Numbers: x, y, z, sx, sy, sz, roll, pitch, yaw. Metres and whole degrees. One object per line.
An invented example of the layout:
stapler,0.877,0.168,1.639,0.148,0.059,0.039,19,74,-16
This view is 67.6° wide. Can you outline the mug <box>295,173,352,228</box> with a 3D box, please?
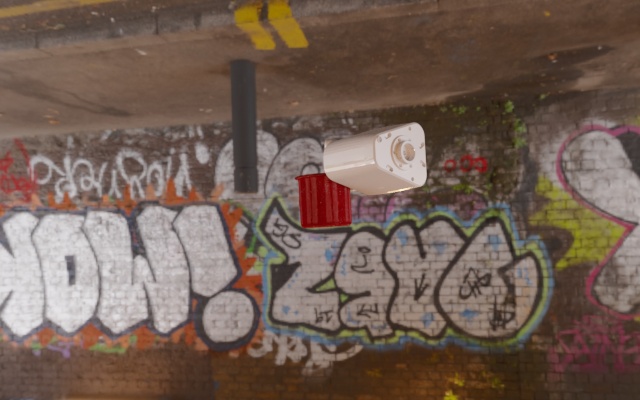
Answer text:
mug,-0.001,0.003,0.769,0.093,0.081,0.117,-1,-4,-37
